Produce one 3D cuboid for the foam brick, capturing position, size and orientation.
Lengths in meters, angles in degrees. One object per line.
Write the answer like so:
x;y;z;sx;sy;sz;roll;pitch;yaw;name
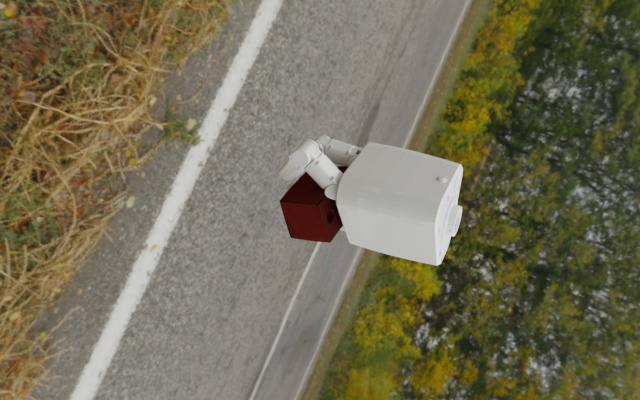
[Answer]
0.000;0.002;0.534;0.051;0.053;0.078;7;40;31;foam brick
